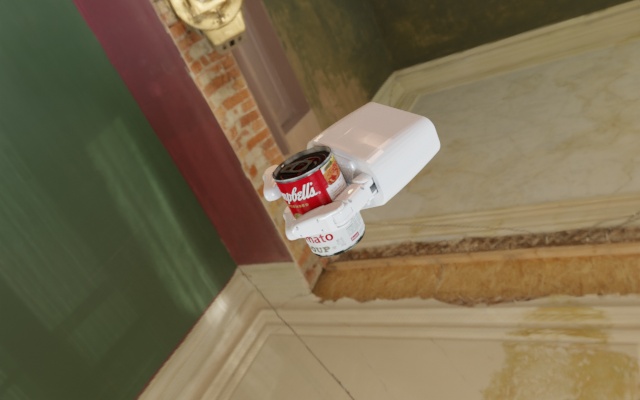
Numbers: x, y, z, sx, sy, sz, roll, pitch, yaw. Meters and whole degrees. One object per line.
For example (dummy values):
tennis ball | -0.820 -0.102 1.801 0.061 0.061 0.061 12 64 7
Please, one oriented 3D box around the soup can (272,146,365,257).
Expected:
soup can | 0.000 0.002 0.517 0.068 0.102 0.068 -21 25 11
